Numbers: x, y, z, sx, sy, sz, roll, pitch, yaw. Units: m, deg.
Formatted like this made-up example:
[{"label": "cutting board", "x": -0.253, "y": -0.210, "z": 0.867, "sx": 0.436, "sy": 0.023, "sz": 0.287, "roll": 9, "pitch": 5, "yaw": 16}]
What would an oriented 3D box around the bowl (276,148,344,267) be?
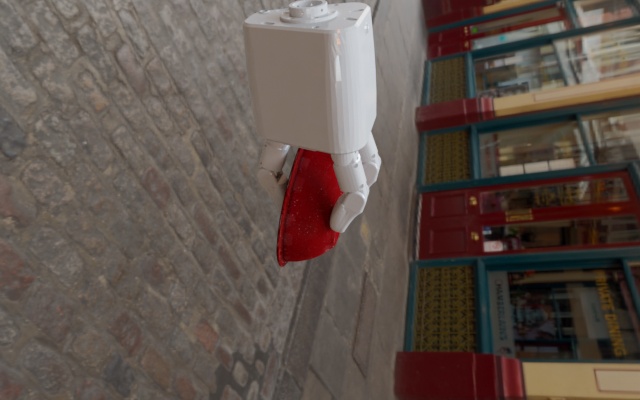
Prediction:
[{"label": "bowl", "x": 0.000, "y": 0.003, "z": 0.537, "sx": 0.055, "sy": 0.162, "sz": 0.162, "roll": 14, "pitch": 1, "yaw": 6}]
